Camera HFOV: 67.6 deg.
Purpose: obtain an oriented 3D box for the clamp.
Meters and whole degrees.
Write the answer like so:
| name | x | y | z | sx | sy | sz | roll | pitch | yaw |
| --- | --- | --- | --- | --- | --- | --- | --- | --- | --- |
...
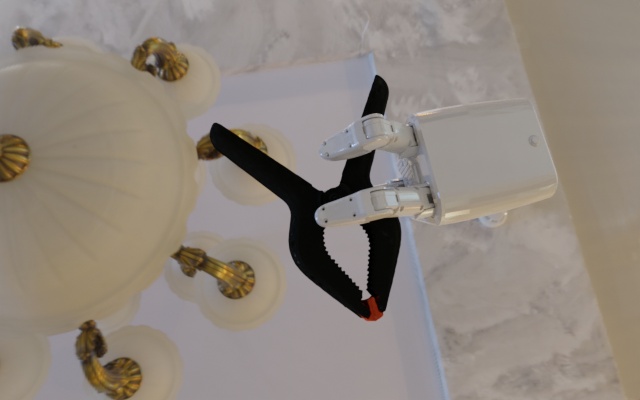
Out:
| name | x | y | z | sx | sy | sz | roll | pitch | yaw |
| --- | --- | --- | --- | --- | --- | --- | --- | --- | --- |
| clamp | 0.000 | 0.002 | 0.406 | 0.164 | 0.210 | 0.036 | -12 | -13 | -4 |
